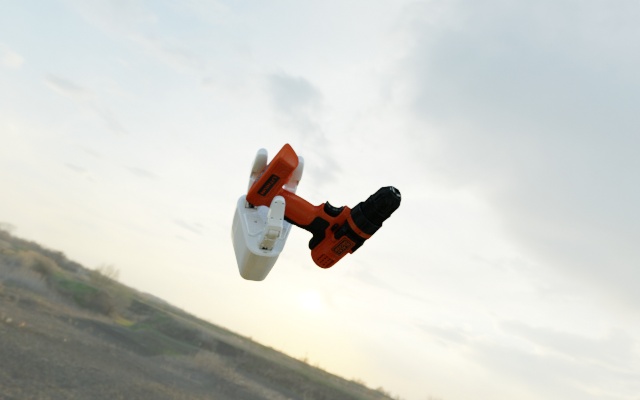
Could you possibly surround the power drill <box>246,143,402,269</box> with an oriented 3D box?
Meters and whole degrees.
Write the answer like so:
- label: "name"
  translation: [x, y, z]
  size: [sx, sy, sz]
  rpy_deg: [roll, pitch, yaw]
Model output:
- label: "power drill"
  translation: [0.000, 0.002, 0.703]
  size: [0.188, 0.184, 0.057]
  rpy_deg: [38, 30, -12]
